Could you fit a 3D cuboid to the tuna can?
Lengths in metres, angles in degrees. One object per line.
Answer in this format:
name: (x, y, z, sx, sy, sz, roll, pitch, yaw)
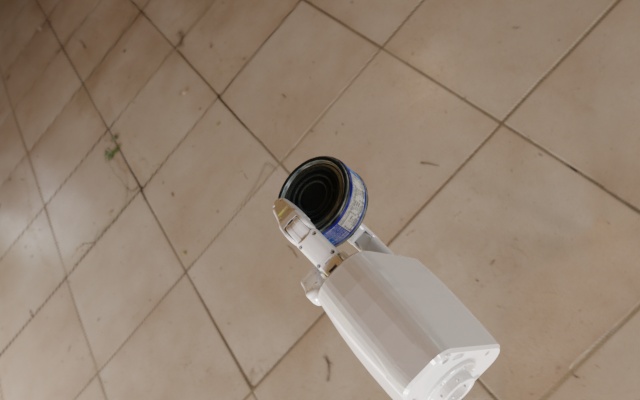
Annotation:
tuna can: (0.000, 0.001, 0.453, 0.086, 0.086, 0.034, 0, -23, 38)
